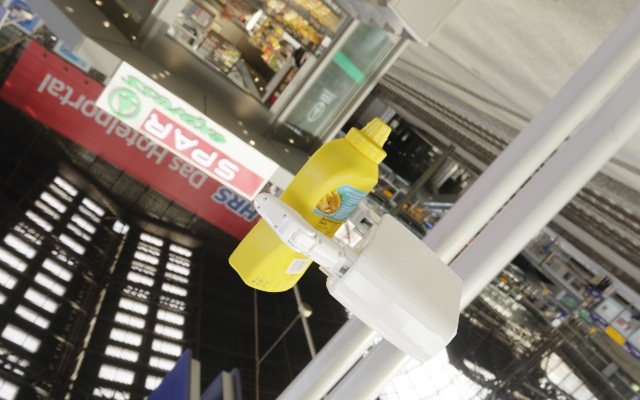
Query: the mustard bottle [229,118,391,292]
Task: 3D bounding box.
[{"bbox_3d":[0.000,0.001,0.460,0.058,0.192,0.096,45,14,25],"label":"mustard bottle"}]
